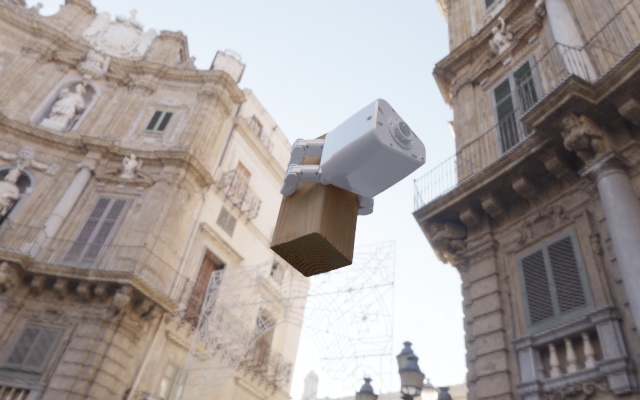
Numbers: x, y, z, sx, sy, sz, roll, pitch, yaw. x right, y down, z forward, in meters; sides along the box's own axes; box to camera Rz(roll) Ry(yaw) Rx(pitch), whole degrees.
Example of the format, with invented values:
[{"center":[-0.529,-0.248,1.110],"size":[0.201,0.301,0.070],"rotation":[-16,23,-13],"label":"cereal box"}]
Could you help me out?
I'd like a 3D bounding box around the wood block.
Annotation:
[{"center":[0.001,0.002,0.745],"size":[0.090,0.206,0.091],"rotation":[-21,-49,32],"label":"wood block"}]
